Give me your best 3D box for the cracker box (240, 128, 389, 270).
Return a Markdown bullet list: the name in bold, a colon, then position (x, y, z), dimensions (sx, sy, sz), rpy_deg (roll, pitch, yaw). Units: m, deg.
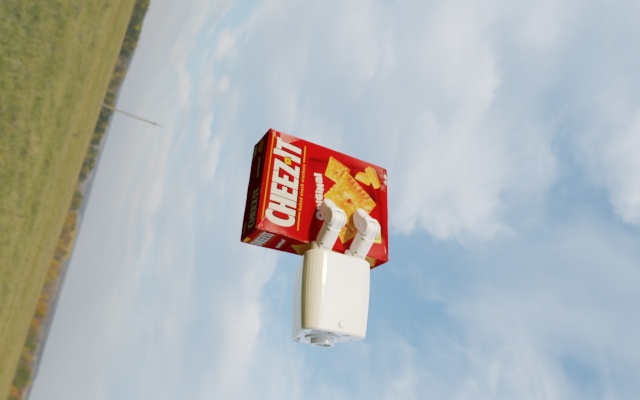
- **cracker box**: position (0.000, 0.002, 0.721), dimensions (0.214, 0.164, 0.072), rpy_deg (17, -29, -24)
